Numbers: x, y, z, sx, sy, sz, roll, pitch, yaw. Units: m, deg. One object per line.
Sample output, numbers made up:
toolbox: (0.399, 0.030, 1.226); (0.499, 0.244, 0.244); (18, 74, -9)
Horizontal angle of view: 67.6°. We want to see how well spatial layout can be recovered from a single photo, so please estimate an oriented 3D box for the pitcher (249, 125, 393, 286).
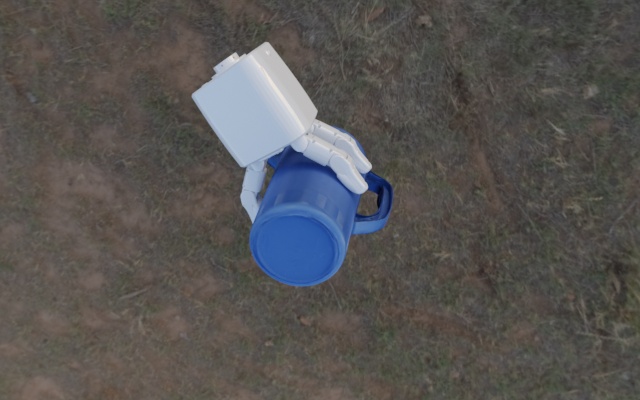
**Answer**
pitcher: (0.000, 0.002, 0.620); (0.149, 0.145, 0.242); (-26, 20, 20)
